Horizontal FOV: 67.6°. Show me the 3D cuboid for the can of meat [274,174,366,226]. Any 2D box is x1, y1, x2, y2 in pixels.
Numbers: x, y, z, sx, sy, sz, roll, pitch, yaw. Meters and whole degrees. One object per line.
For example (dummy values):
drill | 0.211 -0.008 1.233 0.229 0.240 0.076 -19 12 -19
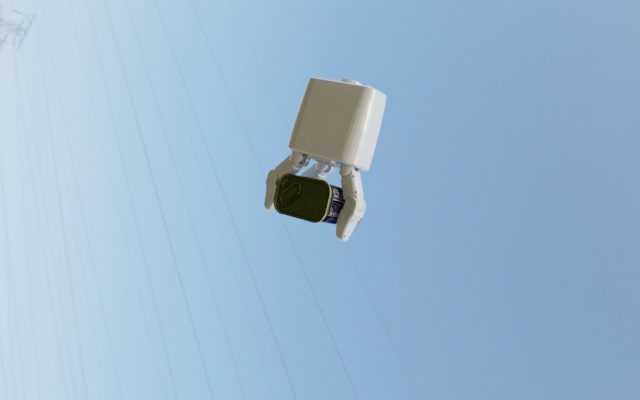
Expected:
can of meat | 0.000 0.002 0.670 0.102 0.057 0.084 13 -1 42
